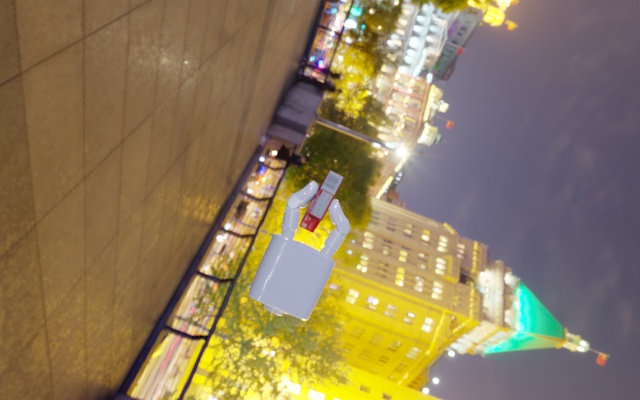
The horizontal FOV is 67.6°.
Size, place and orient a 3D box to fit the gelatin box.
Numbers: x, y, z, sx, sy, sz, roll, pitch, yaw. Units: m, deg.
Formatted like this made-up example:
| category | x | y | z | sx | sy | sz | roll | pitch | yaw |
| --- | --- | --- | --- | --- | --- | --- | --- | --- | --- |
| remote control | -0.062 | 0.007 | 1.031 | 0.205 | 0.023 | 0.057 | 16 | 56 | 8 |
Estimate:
| category | x | y | z | sx | sy | sz | roll | pitch | yaw |
| --- | --- | --- | --- | --- | --- | --- | --- | --- | --- |
| gelatin box | 0.001 | 0.003 | 0.791 | 0.030 | 0.089 | 0.073 | 29 | -22 | -1 |
